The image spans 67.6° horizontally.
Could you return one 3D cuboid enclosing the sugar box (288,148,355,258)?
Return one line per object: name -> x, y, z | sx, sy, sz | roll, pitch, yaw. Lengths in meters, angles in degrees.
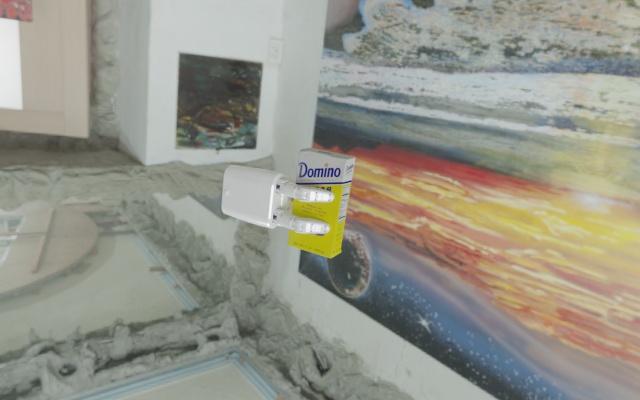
sugar box -> 0.000, 0.003, 0.833 | 0.093, 0.176, 0.048 | 13, 17, 25
